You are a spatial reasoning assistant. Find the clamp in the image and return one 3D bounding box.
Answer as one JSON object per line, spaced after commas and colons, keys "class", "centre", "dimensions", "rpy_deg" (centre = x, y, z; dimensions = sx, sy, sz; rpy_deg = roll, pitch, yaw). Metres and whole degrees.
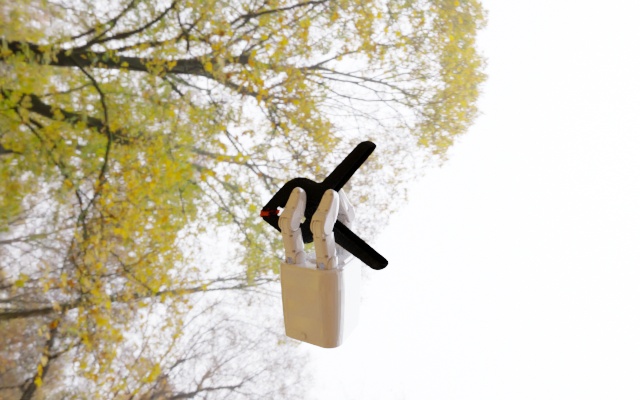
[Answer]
{"class": "clamp", "centre": [0.000, 0.002, 0.656], "dimensions": [0.210, 0.164, 0.036], "rpy_deg": [4, 7, 38]}
